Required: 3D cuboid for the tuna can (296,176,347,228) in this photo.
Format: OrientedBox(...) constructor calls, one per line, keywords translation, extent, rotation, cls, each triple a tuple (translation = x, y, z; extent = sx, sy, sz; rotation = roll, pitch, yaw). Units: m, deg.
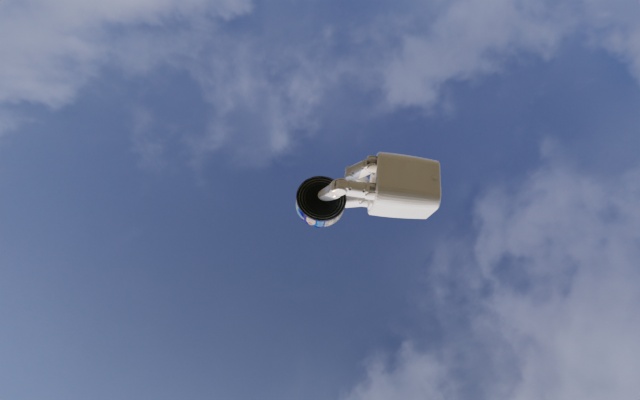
OrientedBox(translation=(0.000, 0.003, 0.821), extent=(0.086, 0.086, 0.034), rotation=(0, -27, -6), cls="tuna can")
